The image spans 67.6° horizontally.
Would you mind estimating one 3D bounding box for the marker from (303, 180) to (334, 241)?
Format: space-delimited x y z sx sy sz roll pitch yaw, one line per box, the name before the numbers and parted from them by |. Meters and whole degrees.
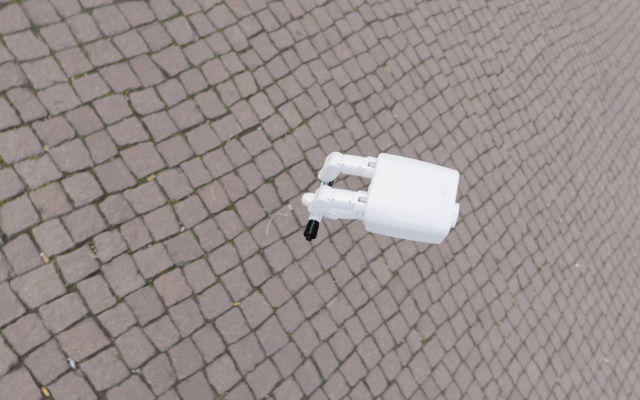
marker | 0.000 0.002 0.675 0.020 0.121 0.020 14 -27 7
